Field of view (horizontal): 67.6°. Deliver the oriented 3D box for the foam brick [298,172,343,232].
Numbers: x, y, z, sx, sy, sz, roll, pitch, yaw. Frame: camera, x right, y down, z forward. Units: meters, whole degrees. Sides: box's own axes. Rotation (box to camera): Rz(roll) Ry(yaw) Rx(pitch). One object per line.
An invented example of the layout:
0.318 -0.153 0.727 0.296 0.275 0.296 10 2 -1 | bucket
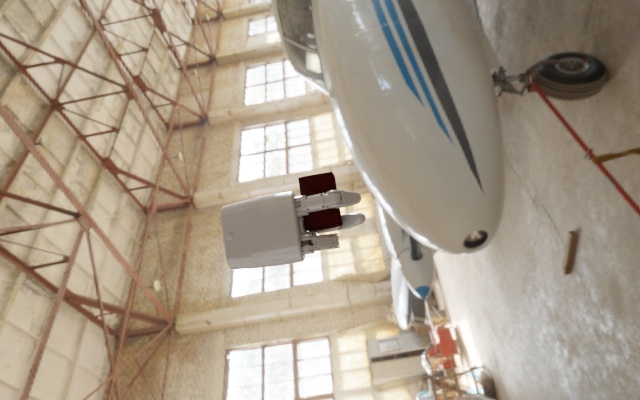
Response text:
0.000 0.002 0.696 0.051 0.078 0.053 -9 -8 5 | foam brick
